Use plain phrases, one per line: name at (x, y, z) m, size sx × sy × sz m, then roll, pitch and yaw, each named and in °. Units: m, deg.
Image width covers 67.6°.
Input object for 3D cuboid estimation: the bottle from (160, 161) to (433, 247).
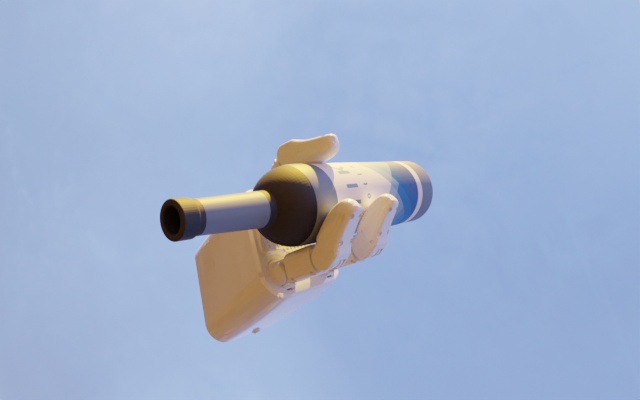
bottle at (0.000, 0.001, 0.411) m, size 0.069 × 0.069 × 0.295 m, roll 0°, pitch 4°, yaw 39°
